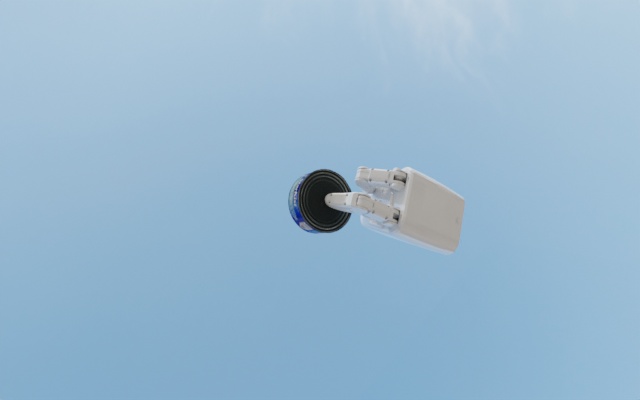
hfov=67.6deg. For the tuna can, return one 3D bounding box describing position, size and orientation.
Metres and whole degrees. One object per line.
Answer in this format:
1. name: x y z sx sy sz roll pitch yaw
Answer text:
1. tuna can: 0.000 0.002 0.646 0.086 0.086 0.034 0 -6 -31
